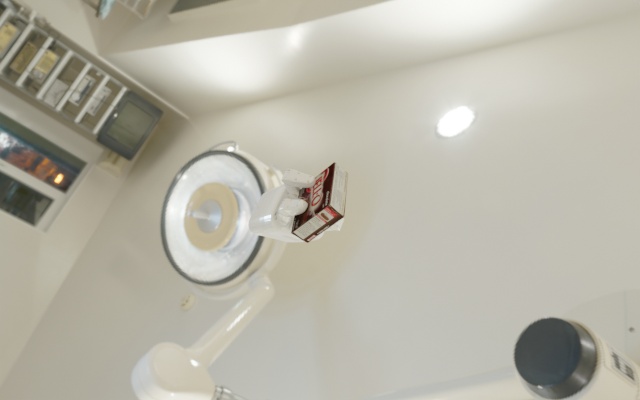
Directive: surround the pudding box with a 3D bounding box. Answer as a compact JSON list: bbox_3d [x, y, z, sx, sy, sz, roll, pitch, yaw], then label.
[{"bbox_3d":[0.000,0.003,0.780,0.039,0.113,0.090,35,-54,-24],"label":"pudding box"}]
